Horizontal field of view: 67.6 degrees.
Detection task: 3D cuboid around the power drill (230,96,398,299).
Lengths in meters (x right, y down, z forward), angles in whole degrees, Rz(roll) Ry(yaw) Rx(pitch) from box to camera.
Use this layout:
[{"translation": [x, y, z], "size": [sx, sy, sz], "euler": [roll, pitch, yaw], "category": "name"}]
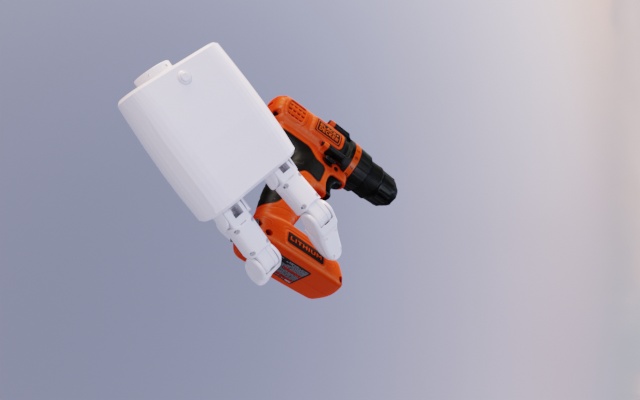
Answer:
[{"translation": [0.000, 0.002, 0.493], "size": [0.184, 0.187, 0.057], "euler": [33, -42, -21], "category": "power drill"}]
